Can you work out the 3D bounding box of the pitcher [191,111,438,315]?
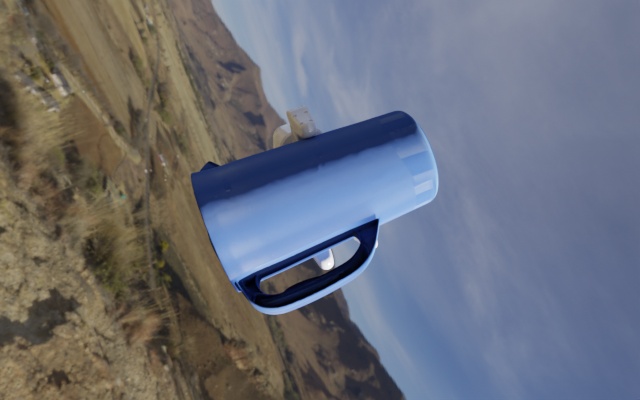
[{"bbox_3d":[0.000,0.002,0.508,0.243,0.149,0.145,-21,17,-7],"label":"pitcher"}]
